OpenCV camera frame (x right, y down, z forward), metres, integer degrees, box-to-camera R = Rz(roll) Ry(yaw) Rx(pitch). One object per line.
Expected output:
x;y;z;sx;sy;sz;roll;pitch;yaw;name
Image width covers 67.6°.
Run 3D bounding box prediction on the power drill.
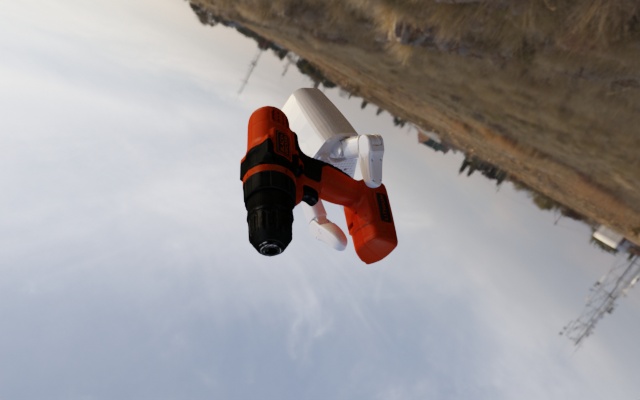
0.000;0.002;0.507;0.188;0.184;0.057;29;-51;-34;power drill
